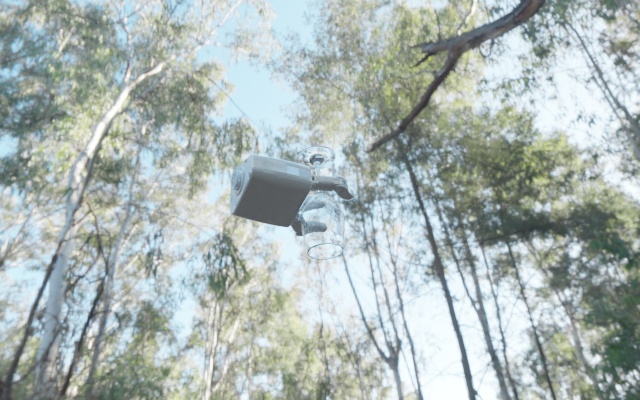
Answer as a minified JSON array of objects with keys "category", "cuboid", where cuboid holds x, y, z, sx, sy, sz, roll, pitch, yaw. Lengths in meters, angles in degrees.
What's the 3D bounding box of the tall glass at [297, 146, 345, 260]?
[{"category":"tall glass","cuboid":[0.000,0.002,0.854,0.079,0.201,0.079,-4,-32,-3]}]
